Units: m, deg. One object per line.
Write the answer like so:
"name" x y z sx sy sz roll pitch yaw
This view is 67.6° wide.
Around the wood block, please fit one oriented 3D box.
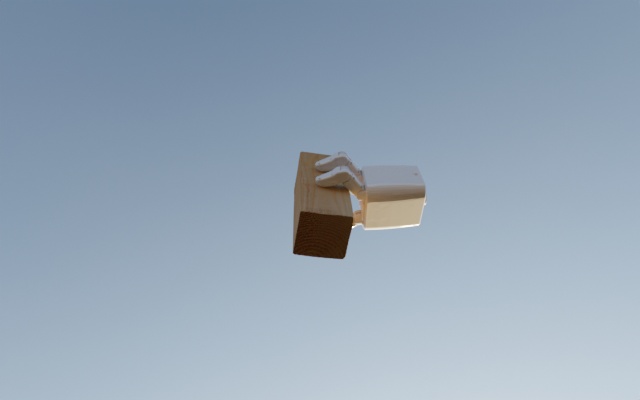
"wood block" 0.000 0.003 0.859 0.090 0.091 0.206 6 32 -6
